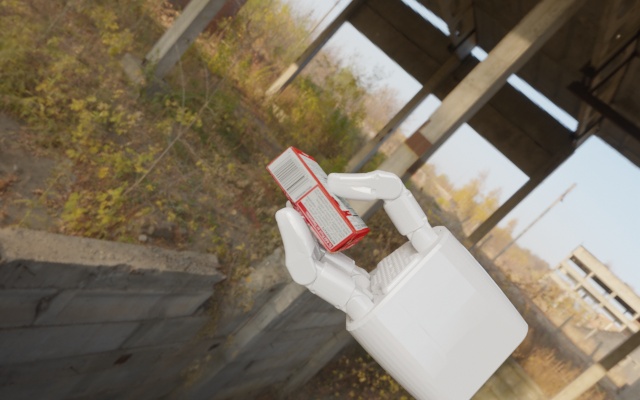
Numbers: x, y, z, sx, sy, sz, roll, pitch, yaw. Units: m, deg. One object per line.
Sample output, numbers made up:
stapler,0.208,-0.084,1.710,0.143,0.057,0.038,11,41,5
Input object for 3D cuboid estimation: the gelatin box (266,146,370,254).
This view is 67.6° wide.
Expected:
gelatin box,0.000,0.001,0.401,0.030,0.089,0.073,-38,-9,9
